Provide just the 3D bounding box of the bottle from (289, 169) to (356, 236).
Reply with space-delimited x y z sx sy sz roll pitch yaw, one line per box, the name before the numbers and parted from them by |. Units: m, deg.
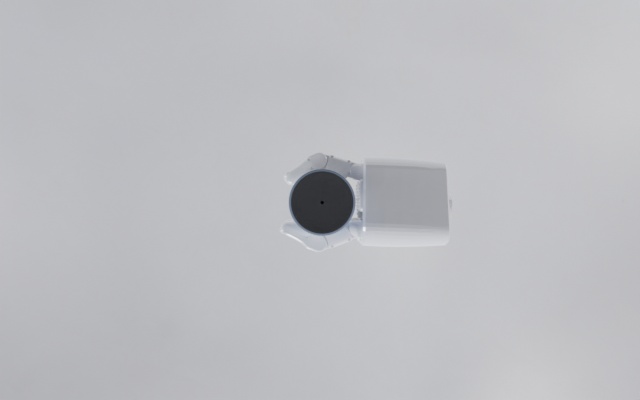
bottle | 0.000 0.002 0.617 0.069 0.069 0.295 0 0 -1
